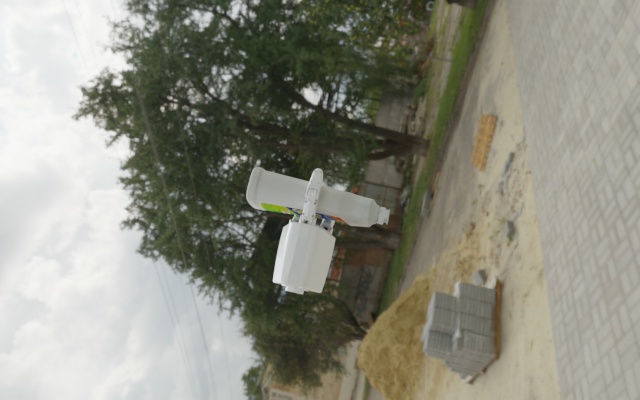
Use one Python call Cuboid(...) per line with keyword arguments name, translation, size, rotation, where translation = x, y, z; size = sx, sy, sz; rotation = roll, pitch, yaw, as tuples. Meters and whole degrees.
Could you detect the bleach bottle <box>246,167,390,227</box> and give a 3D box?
Cuboid(name="bleach bottle", translation=(0.000, 0.003, 0.864), size=(0.251, 0.068, 0.102), rotation=(11, -13, 6))
